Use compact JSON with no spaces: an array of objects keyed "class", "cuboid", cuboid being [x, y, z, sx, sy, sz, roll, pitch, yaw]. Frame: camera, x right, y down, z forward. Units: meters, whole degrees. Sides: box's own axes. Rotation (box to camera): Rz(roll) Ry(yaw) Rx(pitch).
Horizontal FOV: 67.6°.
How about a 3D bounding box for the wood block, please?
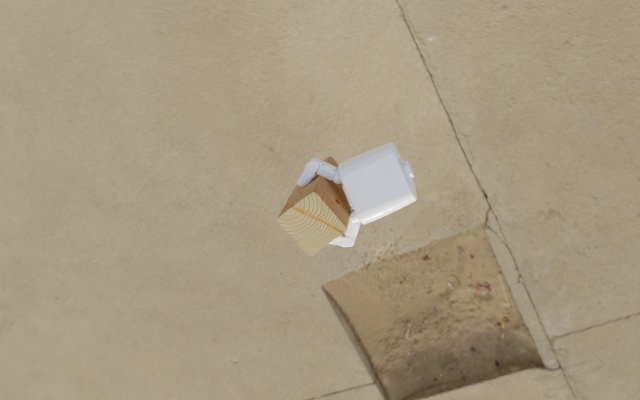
[{"class":"wood block","cuboid":[0.000,0.003,0.897,0.090,0.091,0.206,-37,12,20]}]
